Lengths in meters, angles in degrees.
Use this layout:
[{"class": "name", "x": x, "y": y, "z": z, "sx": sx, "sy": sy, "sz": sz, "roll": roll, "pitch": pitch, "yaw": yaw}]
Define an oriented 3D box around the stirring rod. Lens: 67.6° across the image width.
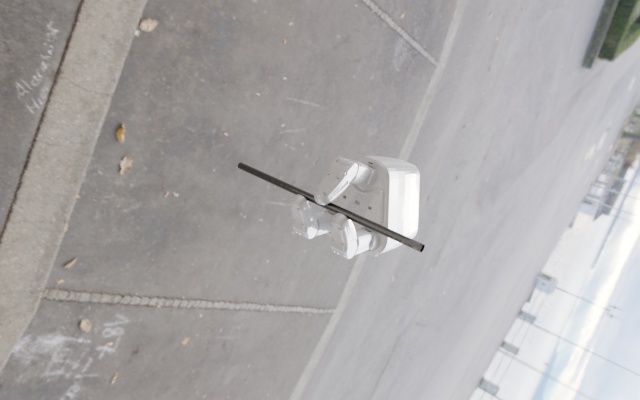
[{"class": "stirring rod", "x": 0.000, "y": 0.002, "z": 0.504, "sx": 0.239, "sy": 0.011, "sz": 0.011, "roll": 24, "pitch": 13, "yaw": 30}]
